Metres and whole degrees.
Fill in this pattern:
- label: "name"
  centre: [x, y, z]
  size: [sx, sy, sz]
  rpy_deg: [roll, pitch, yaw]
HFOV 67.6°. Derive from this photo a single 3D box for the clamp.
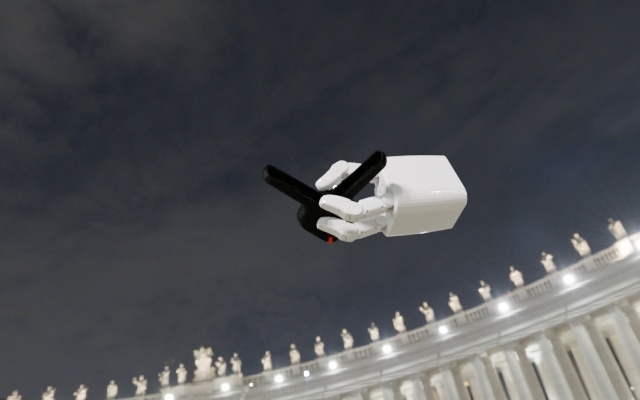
- label: "clamp"
  centre: [0.000, 0.002, 0.700]
  size: [0.164, 0.036, 0.210]
  rpy_deg: [-3, -33, -7]
